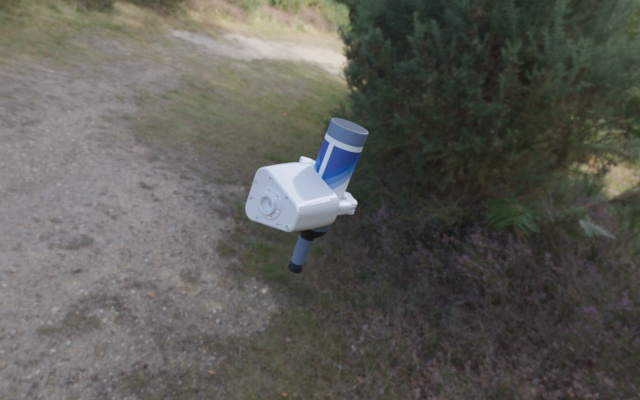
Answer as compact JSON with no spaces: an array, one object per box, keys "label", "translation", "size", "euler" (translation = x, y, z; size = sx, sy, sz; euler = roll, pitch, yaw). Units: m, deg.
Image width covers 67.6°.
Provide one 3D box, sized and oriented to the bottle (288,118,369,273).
[{"label":"bottle","translation":[0.000,0.003,0.852],"size":[0.069,0.296,0.069],"euler":[18,22,-8]}]
